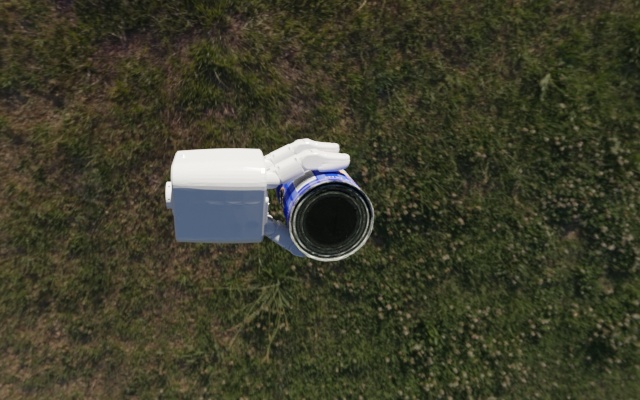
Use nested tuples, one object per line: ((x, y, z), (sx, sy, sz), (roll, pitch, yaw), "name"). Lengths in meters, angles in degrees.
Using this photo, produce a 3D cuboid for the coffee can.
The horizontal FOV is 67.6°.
((0.000, 0.002, 0.618), (0.103, 0.103, 0.140), (0, 20, -12), "coffee can")
